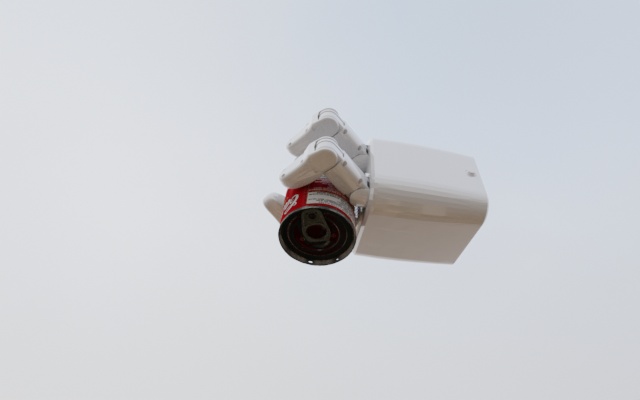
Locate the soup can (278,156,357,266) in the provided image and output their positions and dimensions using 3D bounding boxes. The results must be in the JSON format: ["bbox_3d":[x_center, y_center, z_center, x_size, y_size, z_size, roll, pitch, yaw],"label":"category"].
[{"bbox_3d":[0.000,0.001,0.450,0.068,0.069,0.102,0,38,4],"label":"soup can"}]
